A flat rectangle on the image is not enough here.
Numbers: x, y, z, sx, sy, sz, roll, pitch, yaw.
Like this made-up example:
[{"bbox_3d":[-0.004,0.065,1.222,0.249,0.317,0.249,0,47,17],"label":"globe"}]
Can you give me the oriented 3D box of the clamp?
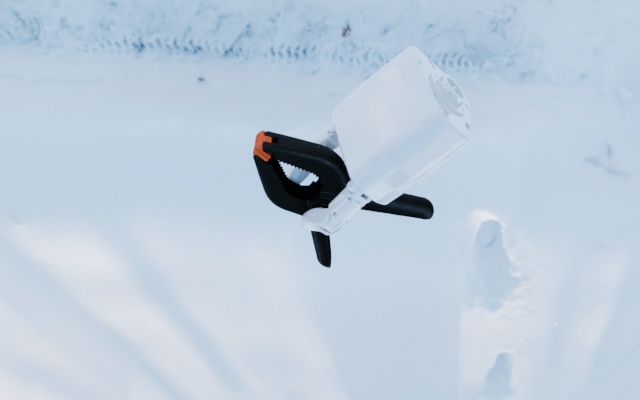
[{"bbox_3d":[0.000,0.002,0.533,0.210,0.036,0.165,32,-52,-28],"label":"clamp"}]
